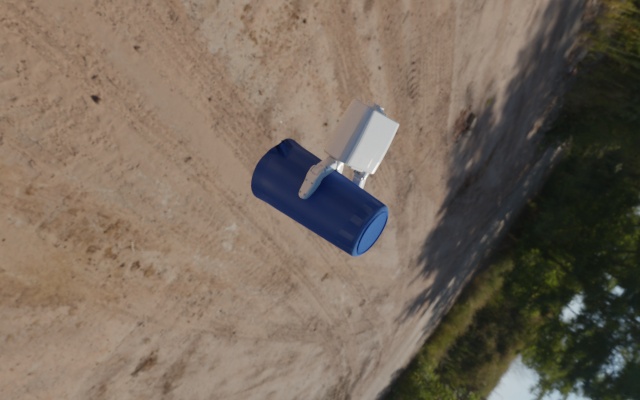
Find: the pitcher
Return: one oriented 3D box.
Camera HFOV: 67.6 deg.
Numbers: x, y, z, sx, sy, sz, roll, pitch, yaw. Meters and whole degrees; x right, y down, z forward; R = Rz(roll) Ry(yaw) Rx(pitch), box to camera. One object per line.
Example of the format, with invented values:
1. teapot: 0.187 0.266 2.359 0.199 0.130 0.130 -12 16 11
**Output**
1. pitcher: 0.000 0.003 0.888 0.242 0.145 0.149 34 12 24
